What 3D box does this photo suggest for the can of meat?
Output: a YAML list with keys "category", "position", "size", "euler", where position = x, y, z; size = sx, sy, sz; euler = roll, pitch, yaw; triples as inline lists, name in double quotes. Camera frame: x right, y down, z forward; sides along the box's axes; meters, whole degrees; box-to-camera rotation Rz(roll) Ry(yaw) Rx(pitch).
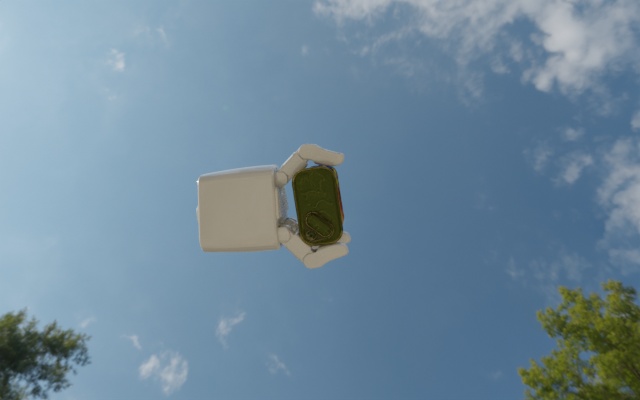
- category: "can of meat"
  position: [0.000, 0.002, 0.650]
  size: [0.057, 0.102, 0.084]
  euler: [-8, 8, 7]
